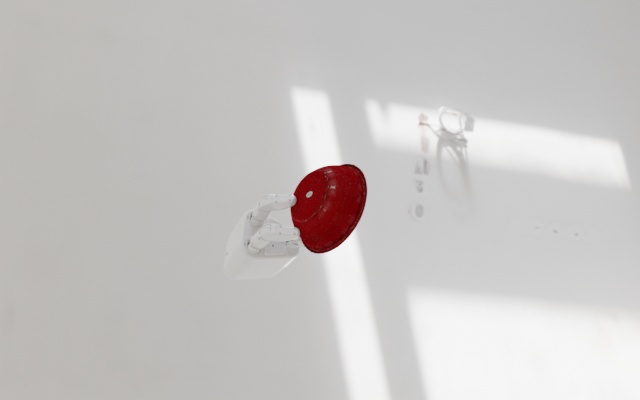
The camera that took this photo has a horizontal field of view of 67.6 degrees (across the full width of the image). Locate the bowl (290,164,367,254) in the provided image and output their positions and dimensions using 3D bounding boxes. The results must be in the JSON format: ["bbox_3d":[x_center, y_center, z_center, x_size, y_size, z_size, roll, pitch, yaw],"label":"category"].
[{"bbox_3d":[0.001,0.002,0.781,0.055,0.162,0.162,28,-17,-34],"label":"bowl"}]
